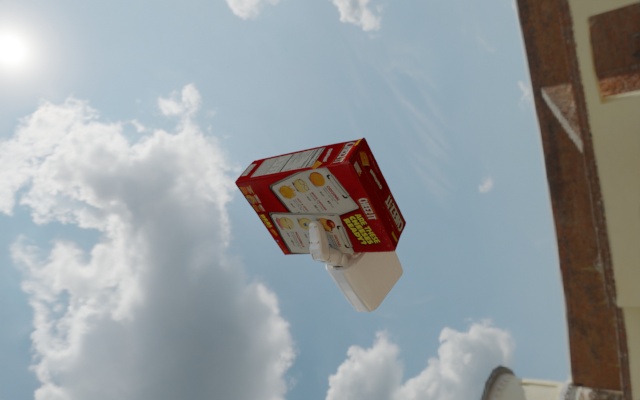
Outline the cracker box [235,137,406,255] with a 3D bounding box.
[{"bbox_3d":[0.000,0.003,0.730,0.214,0.164,0.072,-7,36,36],"label":"cracker box"}]
